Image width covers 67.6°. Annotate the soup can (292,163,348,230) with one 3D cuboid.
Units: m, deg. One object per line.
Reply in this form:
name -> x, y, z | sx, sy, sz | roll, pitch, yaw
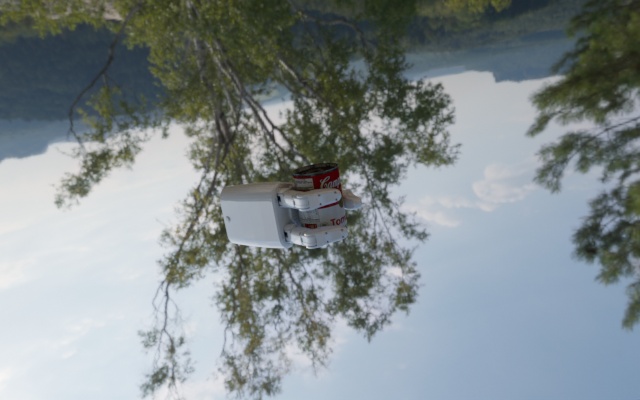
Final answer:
soup can -> 0.001, 0.003, 0.694 | 0.068, 0.102, 0.068 | -9, 14, 2
